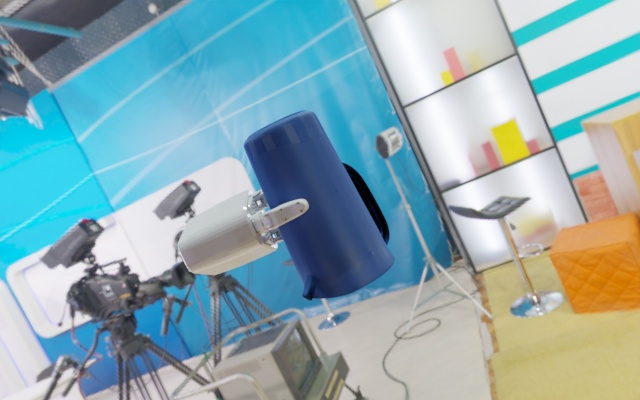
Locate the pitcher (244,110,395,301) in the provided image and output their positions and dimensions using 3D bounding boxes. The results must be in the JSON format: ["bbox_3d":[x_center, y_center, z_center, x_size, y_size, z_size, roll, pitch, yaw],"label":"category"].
[{"bbox_3d":[0.000,0.002,0.663,0.145,0.243,0.149,-25,5,5],"label":"pitcher"}]
